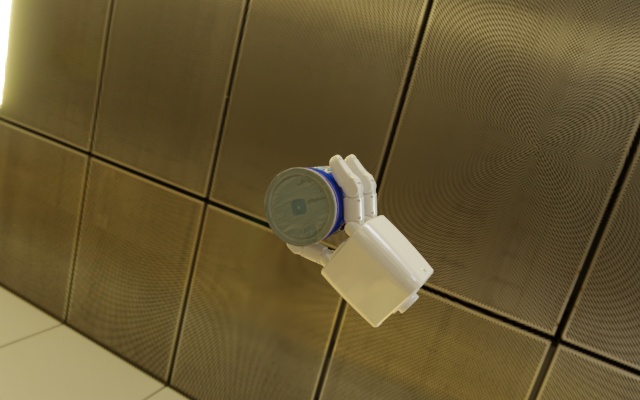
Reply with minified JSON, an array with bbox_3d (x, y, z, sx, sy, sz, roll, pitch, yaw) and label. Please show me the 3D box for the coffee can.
[{"bbox_3d":[0.000,0.002,0.674,0.103,0.103,0.140,0,6,24],"label":"coffee can"}]
